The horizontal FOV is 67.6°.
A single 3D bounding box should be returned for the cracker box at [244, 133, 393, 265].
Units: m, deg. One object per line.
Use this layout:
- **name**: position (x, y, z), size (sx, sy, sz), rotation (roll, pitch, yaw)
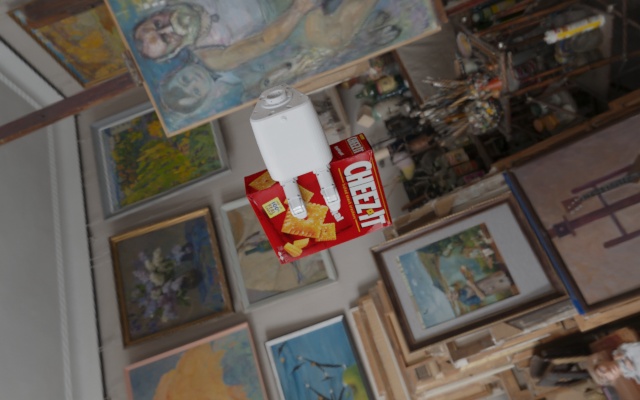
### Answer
- **cracker box**: position (0.000, 0.003, 0.812), size (0.214, 0.164, 0.072), rotation (-20, 35, 1)
